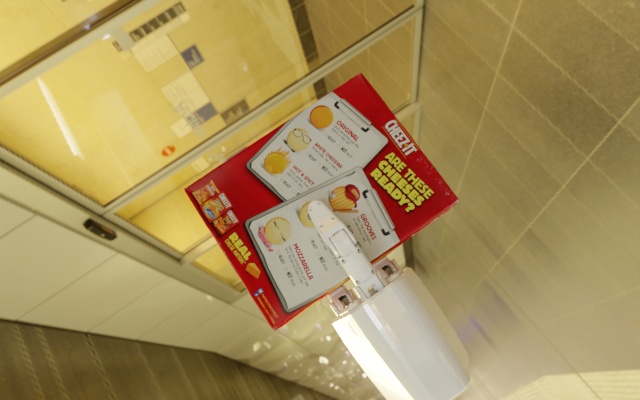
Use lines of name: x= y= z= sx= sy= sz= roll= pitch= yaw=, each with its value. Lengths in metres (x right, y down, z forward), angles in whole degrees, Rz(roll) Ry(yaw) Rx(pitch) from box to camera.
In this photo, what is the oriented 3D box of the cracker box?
cracker box: x=0.000 y=0.002 z=0.486 sx=0.213 sy=0.164 sz=0.072 roll=-34 pitch=-10 yaw=-5
